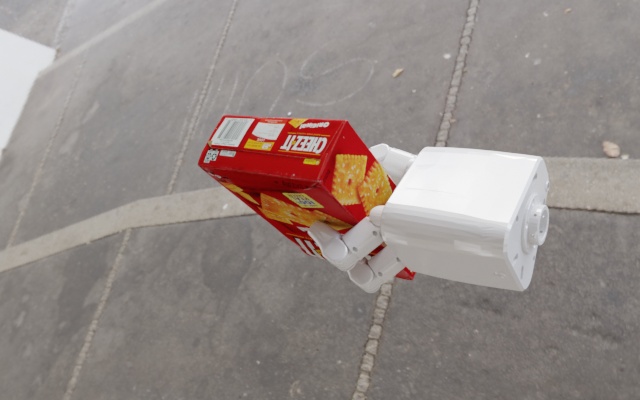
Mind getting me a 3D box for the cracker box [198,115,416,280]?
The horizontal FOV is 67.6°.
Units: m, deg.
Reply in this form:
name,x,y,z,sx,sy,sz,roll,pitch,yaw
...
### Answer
name,x,y,z,sx,sy,sz,roll,pitch,yaw
cracker box,0.000,0.001,0.506,0.164,0.072,0.214,10,-24,39
